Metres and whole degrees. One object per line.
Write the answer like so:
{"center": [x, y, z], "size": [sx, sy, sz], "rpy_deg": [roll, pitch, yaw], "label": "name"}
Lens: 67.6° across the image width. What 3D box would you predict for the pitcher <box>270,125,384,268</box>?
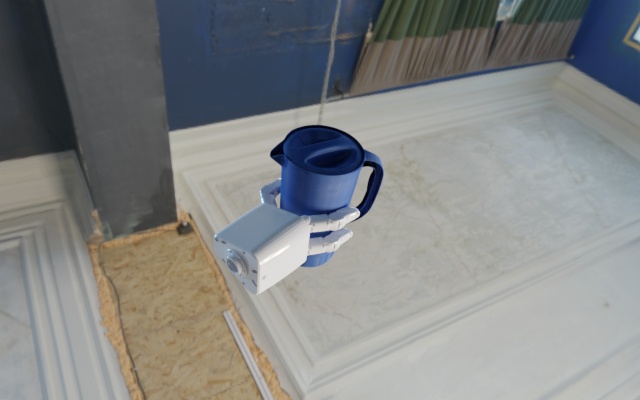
{"center": [0.000, 0.003, 0.829], "size": [0.149, 0.243, 0.145], "rpy_deg": [34, 47, 23], "label": "pitcher"}
